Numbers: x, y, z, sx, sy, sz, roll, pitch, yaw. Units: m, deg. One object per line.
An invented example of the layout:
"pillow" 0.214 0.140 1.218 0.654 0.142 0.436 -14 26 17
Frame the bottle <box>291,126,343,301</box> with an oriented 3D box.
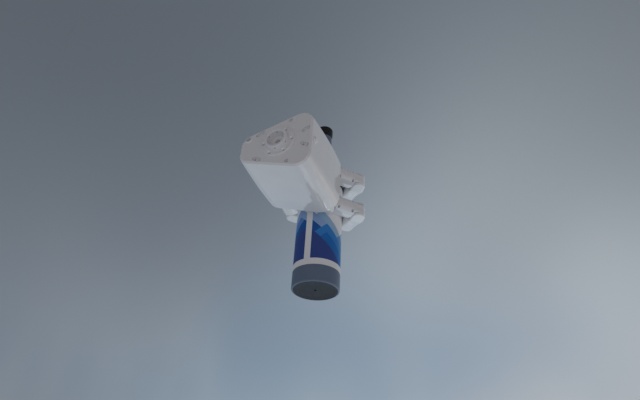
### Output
"bottle" 0.000 0.003 0.730 0.069 0.295 0.069 2 -35 2
